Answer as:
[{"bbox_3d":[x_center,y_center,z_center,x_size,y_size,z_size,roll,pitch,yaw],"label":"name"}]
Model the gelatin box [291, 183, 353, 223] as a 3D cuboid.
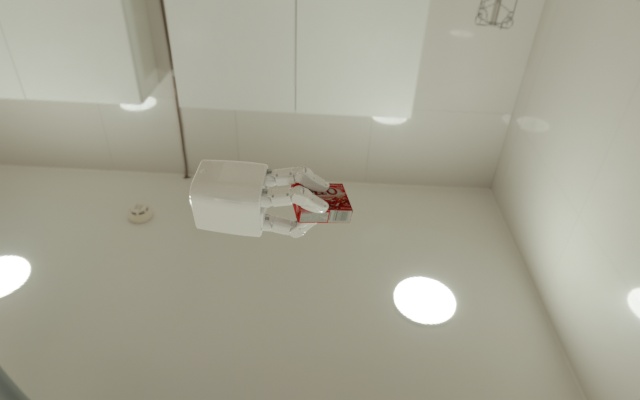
[{"bbox_3d":[0.000,0.003,0.767,0.089,0.030,0.073,1,37,-15],"label":"gelatin box"}]
